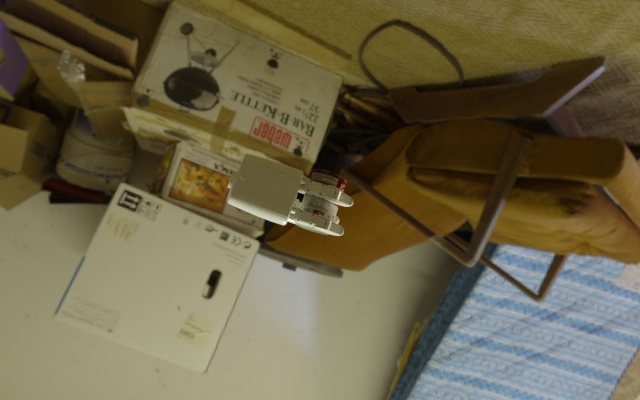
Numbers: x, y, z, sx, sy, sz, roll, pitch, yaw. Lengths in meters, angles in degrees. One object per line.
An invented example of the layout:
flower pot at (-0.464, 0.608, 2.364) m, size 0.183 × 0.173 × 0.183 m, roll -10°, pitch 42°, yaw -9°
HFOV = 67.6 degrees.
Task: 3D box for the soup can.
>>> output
soup can at (0.000, 0.003, 0.861) m, size 0.068 × 0.102 × 0.068 m, roll 18°, pitch -12°, yaw 4°
